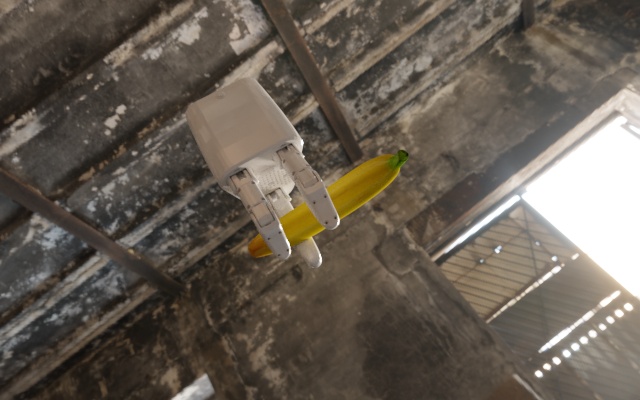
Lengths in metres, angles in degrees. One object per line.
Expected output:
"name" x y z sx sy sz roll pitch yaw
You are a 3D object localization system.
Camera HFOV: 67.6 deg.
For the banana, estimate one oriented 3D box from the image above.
"banana" 0.010 0.002 0.517 0.198 0.037 0.069 -35 -18 14
